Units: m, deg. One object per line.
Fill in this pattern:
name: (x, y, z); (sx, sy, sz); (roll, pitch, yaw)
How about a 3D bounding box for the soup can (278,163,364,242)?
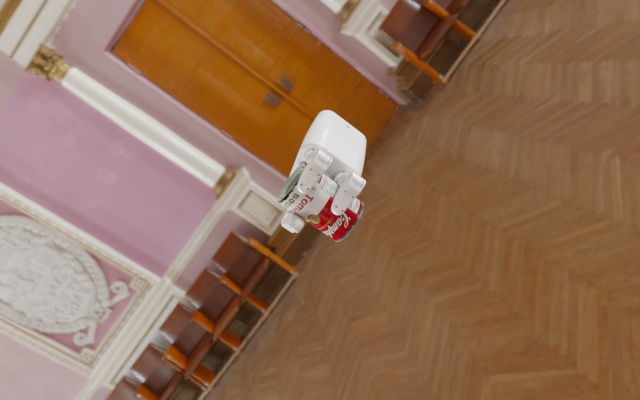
soup can: (0.000, 0.002, 0.666); (0.102, 0.068, 0.068); (35, -10, -14)
